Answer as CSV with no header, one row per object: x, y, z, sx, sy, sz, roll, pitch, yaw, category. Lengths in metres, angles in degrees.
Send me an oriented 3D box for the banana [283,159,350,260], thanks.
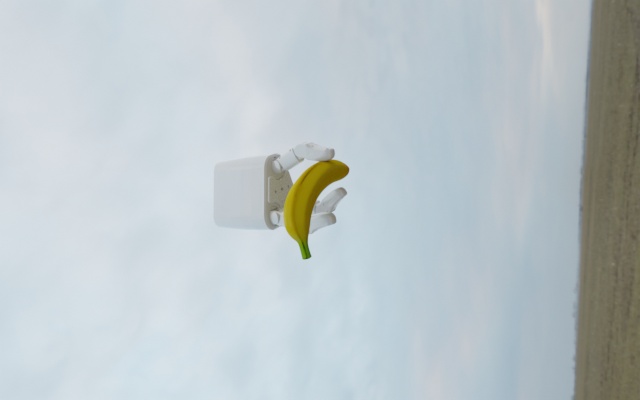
-0.008,-0.010,0.655,0.037,0.070,0.197,-6,36,29,banana
